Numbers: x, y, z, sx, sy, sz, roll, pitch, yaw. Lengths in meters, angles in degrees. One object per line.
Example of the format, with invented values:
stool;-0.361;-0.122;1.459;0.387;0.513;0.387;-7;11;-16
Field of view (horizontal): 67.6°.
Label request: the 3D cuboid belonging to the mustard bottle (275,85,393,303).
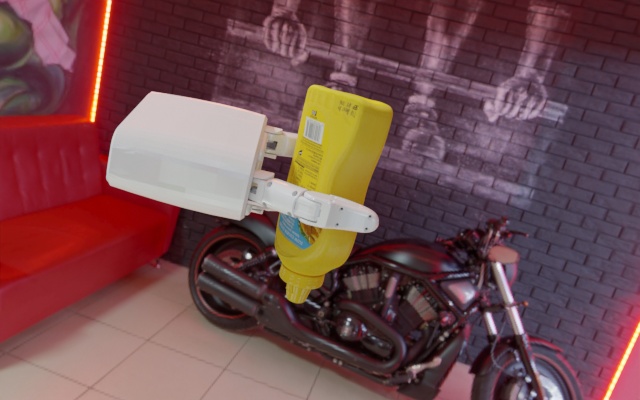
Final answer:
mustard bottle;0.000;0.001;0.418;0.058;0.192;0.096;7;16;-32
